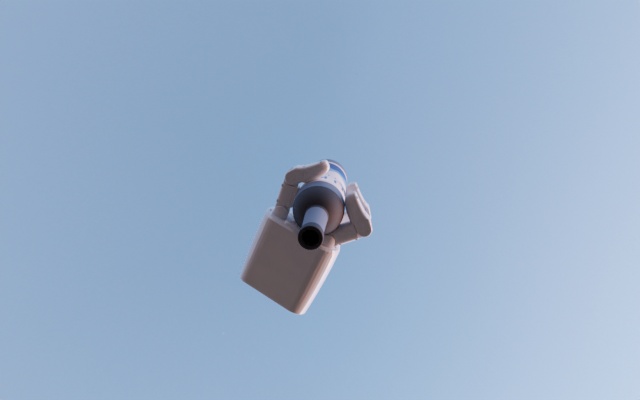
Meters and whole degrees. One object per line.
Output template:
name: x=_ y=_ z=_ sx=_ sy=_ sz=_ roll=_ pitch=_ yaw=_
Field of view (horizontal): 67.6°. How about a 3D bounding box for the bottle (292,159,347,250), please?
bottle: x=0.000 y=0.002 z=0.642 sx=0.069 sy=0.069 sz=0.295 roll=0 pitch=15 yaw=4
